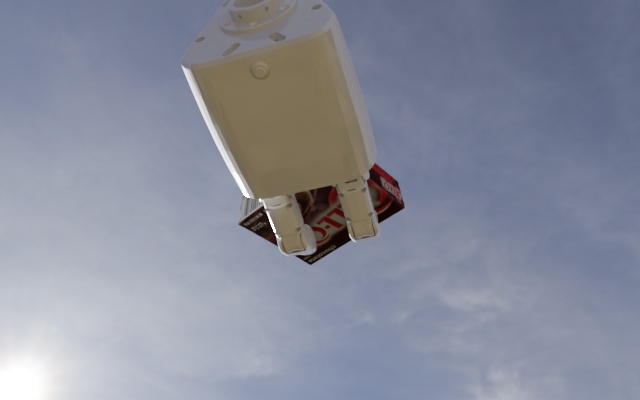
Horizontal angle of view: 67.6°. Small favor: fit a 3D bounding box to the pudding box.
[{"bbox_3d":[0.000,0.001,0.409,0.113,0.039,0.090,-33,-50,29],"label":"pudding box"}]
